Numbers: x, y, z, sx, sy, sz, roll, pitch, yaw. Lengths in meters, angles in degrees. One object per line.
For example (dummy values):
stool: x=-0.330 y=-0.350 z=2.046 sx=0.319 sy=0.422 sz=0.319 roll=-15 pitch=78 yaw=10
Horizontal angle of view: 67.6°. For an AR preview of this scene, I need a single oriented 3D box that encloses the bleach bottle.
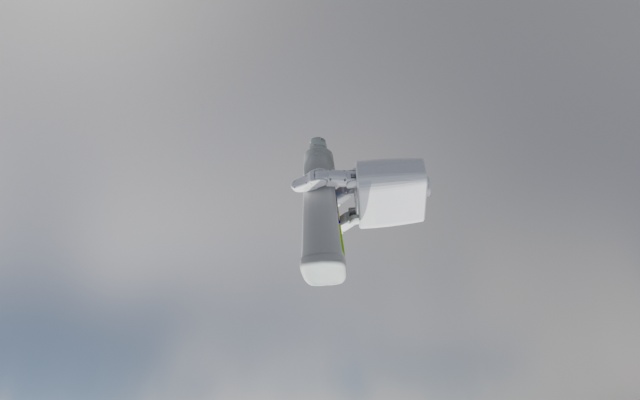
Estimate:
bleach bottle: x=0.000 y=0.003 z=0.765 sx=0.068 sy=0.250 sz=0.103 roll=-5 pitch=-29 yaw=3
